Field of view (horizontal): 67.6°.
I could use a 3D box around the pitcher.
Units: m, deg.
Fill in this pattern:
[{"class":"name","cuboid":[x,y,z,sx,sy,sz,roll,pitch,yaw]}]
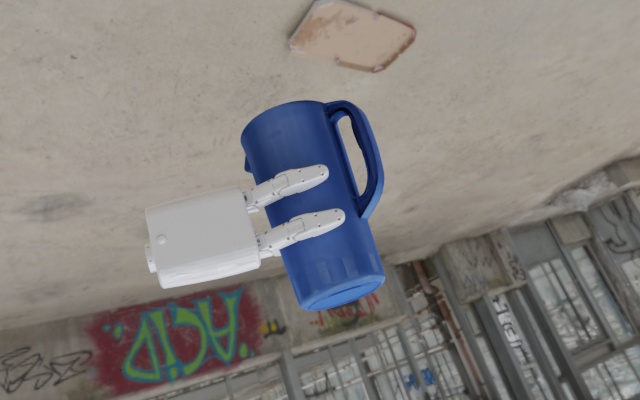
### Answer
[{"class":"pitcher","cuboid":[0.000,0.002,0.595,0.145,0.242,0.149,-12,-22,-18]}]
